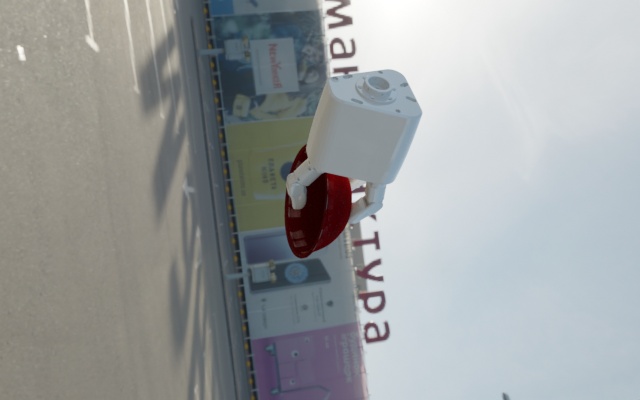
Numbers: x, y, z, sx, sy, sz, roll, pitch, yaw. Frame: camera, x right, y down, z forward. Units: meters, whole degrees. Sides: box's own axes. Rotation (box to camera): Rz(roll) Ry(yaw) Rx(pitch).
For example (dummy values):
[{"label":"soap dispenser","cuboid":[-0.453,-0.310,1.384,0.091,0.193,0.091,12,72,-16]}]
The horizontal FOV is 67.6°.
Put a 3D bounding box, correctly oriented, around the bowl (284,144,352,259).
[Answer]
[{"label":"bowl","cuboid":[0.000,0.003,0.675,0.055,0.162,0.162,6,-2,-23]}]
